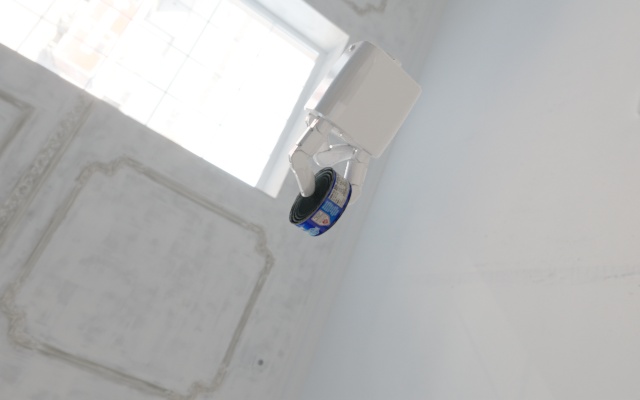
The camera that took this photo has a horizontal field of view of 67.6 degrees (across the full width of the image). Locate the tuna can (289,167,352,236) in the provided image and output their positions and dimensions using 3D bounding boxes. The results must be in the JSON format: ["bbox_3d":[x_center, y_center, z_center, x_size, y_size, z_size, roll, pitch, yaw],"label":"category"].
[{"bbox_3d":[0.000,0.002,0.600,0.034,0.086,0.086,36,-15,-21],"label":"tuna can"}]
